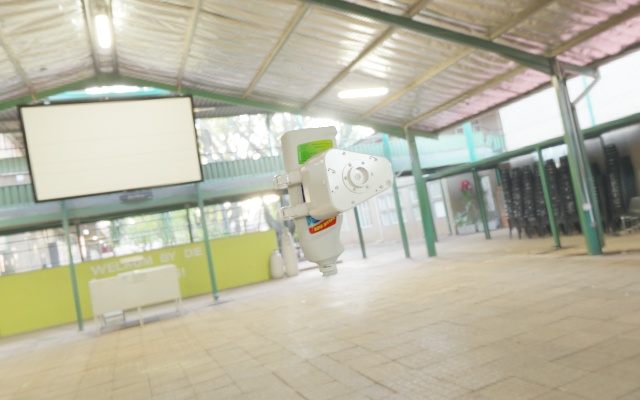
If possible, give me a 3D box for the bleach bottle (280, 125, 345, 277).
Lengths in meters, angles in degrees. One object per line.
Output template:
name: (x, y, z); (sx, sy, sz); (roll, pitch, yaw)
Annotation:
bleach bottle: (0.000, 0.003, 0.821); (0.102, 0.251, 0.068); (-10, -3, -18)
